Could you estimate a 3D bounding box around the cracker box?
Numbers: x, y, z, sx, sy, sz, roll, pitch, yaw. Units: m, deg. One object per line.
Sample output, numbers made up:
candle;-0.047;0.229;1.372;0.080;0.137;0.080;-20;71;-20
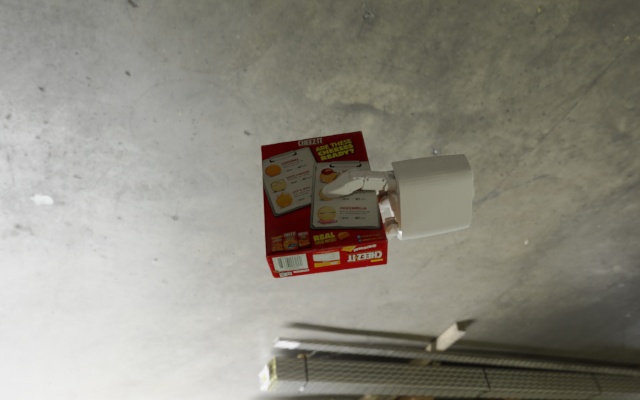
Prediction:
cracker box;0.000;0.002;0.711;0.164;0.213;0.072;-8;-40;0
